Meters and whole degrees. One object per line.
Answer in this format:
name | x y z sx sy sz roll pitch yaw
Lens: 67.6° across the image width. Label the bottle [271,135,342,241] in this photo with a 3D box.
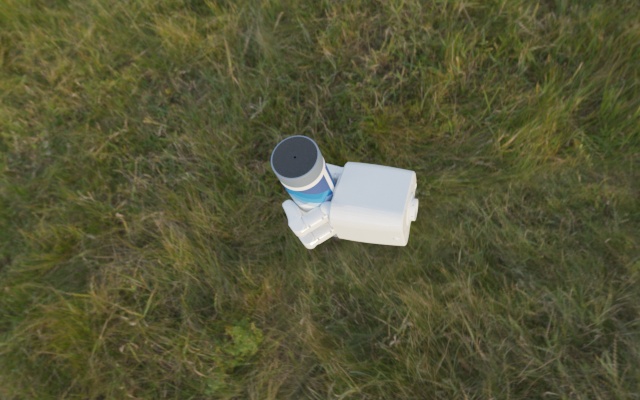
bottle | 0.000 0.002 0.753 0.069 0.069 0.296 0 -24 15
